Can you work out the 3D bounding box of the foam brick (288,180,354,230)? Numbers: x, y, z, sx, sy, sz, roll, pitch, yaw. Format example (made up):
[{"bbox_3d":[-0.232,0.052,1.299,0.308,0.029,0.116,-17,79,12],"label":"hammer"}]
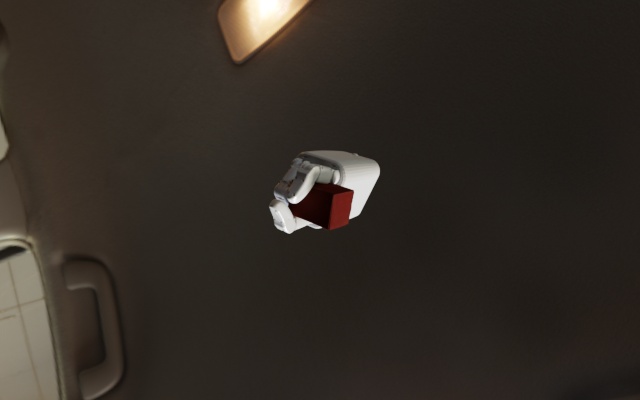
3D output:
[{"bbox_3d":[0.000,0.002,0.672,0.078,0.053,0.051,21,19,35],"label":"foam brick"}]
